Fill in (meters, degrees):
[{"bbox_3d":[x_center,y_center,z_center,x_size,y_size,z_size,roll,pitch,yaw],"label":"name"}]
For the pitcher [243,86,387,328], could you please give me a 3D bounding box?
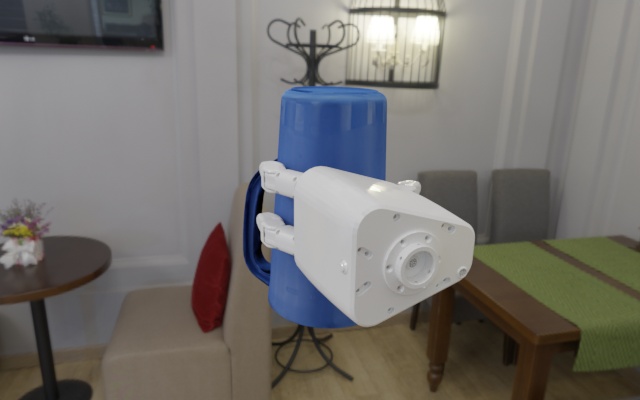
[{"bbox_3d":[0.000,0.002,0.522,0.149,0.243,0.145,-5,18,-20],"label":"pitcher"}]
